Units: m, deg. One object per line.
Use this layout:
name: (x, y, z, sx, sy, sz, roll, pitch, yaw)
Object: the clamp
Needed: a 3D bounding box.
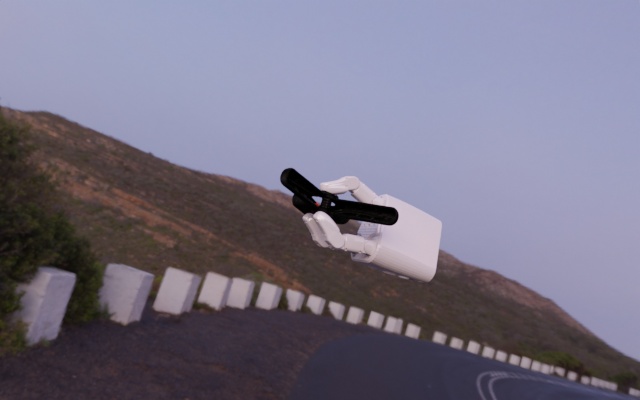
clamp: (0.000, 0.002, 0.701, 0.164, 0.036, 0.210, 23, -11, -15)
